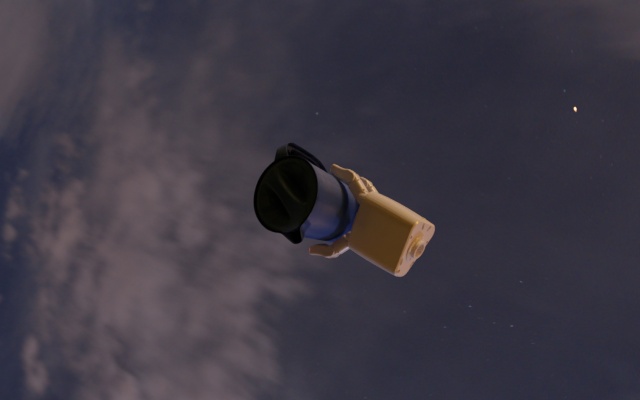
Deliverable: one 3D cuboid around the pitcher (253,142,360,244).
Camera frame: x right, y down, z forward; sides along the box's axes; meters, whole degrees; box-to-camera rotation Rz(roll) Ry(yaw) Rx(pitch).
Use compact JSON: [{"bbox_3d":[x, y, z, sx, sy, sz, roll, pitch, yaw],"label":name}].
[{"bbox_3d":[0.000,0.003,0.883,0.145,0.149,0.243,29,4,35],"label":"pitcher"}]
